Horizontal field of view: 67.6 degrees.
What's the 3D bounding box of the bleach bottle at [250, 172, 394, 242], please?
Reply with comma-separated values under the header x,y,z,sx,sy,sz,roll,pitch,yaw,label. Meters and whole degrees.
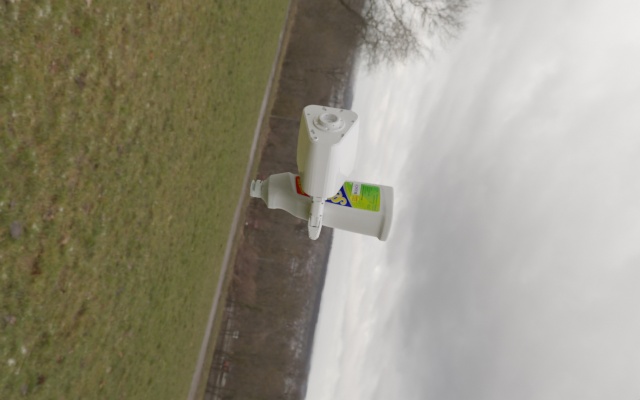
x,y,z,sx,sy,sz,roll,pitch,yaw,label
0.000,0.003,0.841,0.251,0.068,0.102,9,44,2,bleach bottle
